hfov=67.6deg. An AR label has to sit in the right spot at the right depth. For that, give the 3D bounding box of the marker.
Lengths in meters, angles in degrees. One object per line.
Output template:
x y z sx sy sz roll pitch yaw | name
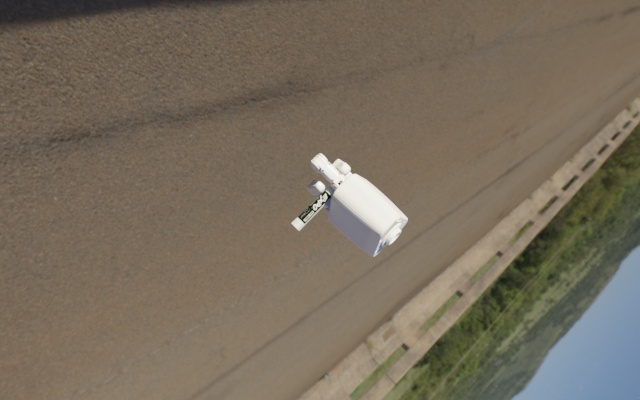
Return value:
0.000 0.003 0.794 0.121 0.020 0.020 -45 8 -8 | marker
